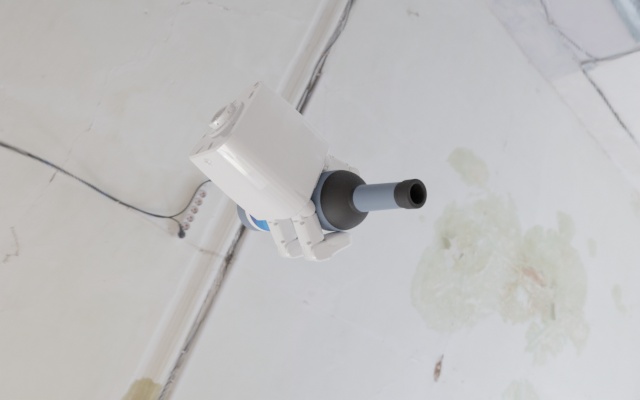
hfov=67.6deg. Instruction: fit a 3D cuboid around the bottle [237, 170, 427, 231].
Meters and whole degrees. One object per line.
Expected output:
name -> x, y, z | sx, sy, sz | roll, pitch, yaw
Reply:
bottle -> 0.000, 0.002, 0.546 | 0.069, 0.069, 0.296 | 0, -3, -36
